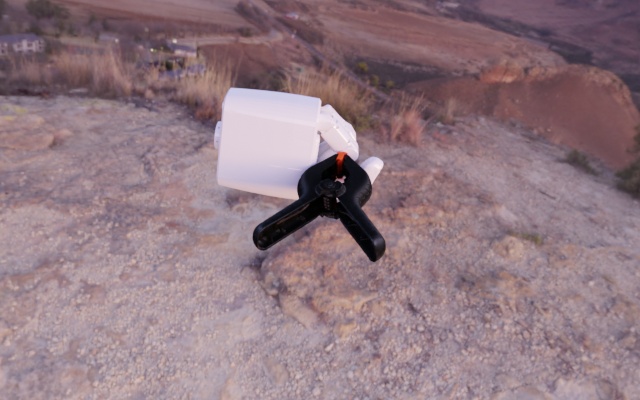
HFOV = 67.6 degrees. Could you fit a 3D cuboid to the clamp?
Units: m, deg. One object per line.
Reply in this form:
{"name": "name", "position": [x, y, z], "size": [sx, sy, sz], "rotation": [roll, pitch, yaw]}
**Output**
{"name": "clamp", "position": [0.000, 0.001, 0.484], "size": [0.120, 0.039, 0.171], "rotation": [5, 31, -1]}
